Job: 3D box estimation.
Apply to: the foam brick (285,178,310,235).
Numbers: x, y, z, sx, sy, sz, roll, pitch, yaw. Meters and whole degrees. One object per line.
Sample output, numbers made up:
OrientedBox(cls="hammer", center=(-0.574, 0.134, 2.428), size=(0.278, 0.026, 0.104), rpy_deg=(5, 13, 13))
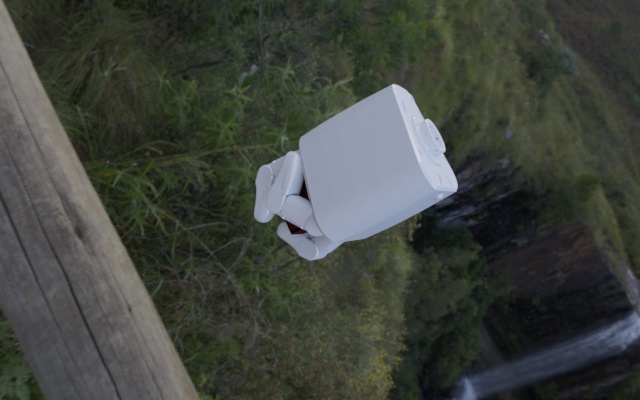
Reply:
OrientedBox(cls="foam brick", center=(0.000, 0.002, 0.501), size=(0.051, 0.053, 0.078), rpy_deg=(-29, -14, 27))
